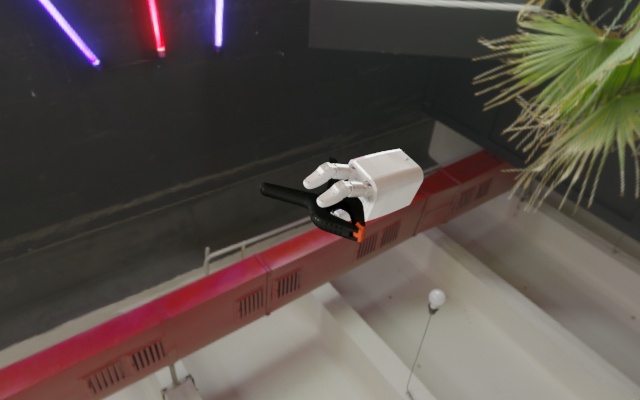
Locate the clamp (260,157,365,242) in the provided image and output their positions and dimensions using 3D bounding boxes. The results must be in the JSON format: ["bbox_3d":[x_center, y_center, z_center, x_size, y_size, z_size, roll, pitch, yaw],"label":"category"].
[{"bbox_3d":[0.001,0.004,0.832,0.164,0.036,0.210,-19,44,-20],"label":"clamp"}]
